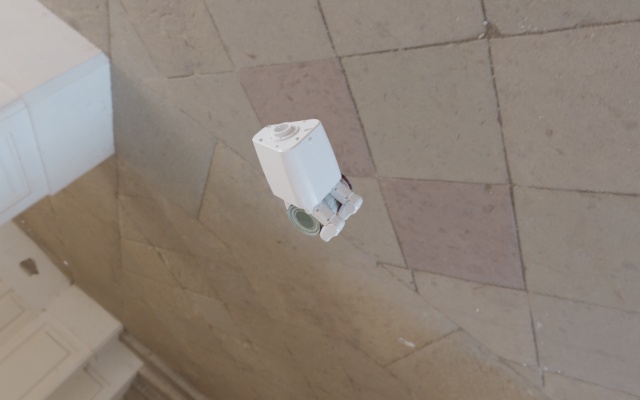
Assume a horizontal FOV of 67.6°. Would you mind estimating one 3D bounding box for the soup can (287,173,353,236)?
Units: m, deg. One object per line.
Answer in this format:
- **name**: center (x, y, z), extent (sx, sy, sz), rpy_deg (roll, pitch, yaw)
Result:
- **soup can**: center (0.000, 0.003, 0.805), extent (0.068, 0.068, 0.102), rpy_deg (0, 37, 43)
